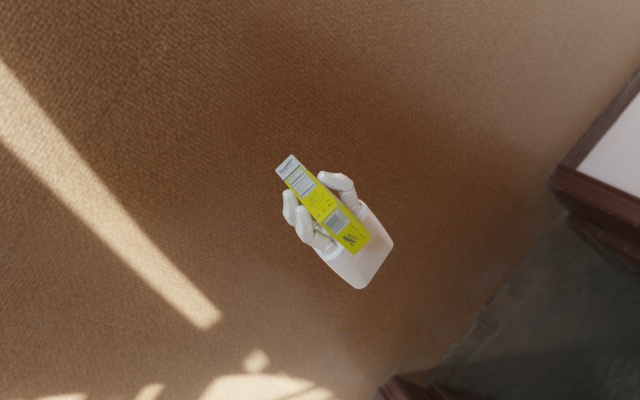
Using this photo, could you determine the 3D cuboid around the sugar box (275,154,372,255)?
[{"bbox_3d":[0.000,0.003,0.730,0.093,0.048,0.176,46,-1,-37],"label":"sugar box"}]
